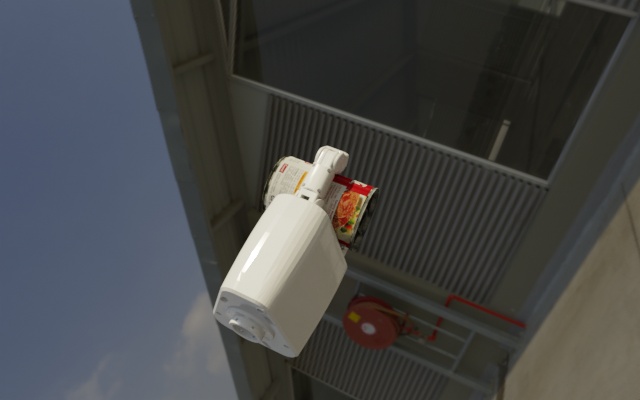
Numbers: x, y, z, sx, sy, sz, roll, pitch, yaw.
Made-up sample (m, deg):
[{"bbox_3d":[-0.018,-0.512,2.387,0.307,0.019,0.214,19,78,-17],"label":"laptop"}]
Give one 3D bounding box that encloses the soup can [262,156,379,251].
[{"bbox_3d":[0.000,0.001,0.491,0.102,0.068,0.068,22,5,14],"label":"soup can"}]
